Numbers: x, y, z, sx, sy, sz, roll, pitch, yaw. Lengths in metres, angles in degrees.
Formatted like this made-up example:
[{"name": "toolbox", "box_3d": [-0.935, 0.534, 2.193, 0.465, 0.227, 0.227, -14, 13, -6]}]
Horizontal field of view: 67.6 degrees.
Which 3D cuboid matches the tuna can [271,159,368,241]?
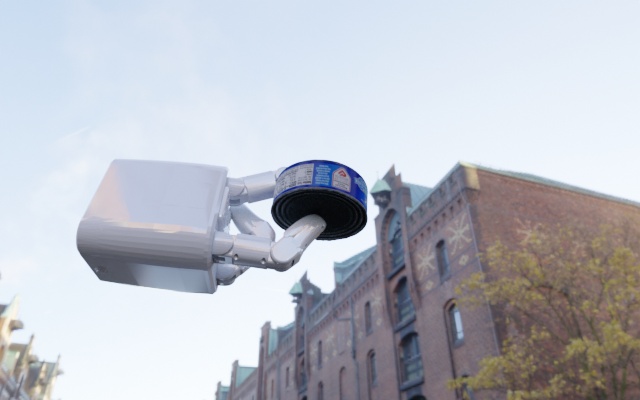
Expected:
[{"name": "tuna can", "box_3d": [0.000, 0.001, 0.428, 0.086, 0.033, 0.086, 4, -33, 3]}]
